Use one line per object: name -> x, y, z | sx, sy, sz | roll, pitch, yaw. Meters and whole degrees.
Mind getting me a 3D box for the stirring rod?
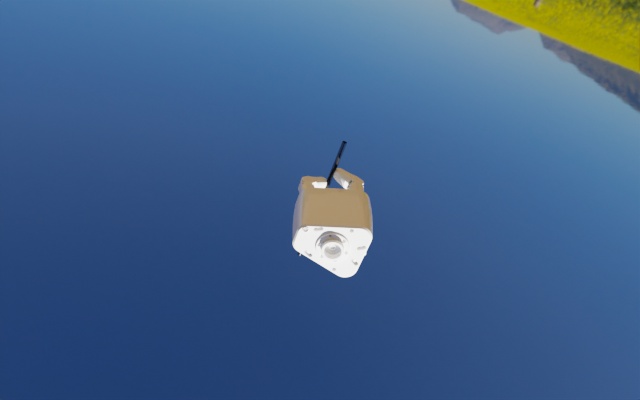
stirring rod -> 0.000, 0.003, 0.840 | 0.011, 0.240, 0.011 | 17, 28, -9
